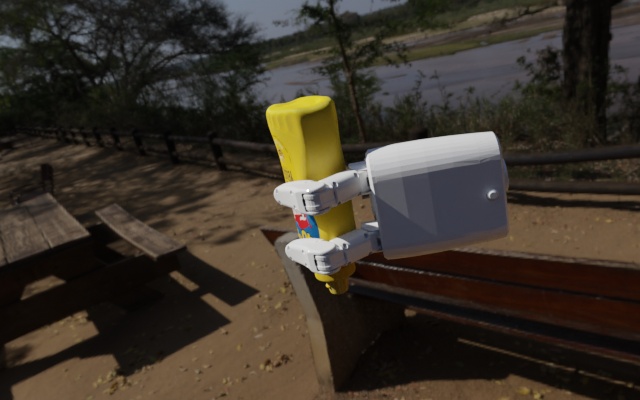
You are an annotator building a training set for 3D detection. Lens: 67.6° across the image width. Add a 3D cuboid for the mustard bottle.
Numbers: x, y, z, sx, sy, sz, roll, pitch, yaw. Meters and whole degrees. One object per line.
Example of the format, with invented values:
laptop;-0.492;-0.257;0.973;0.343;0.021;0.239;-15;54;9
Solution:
mustard bottle;0.000;0.001;0.452;0.058;0.192;0.096;-18;18;-16
